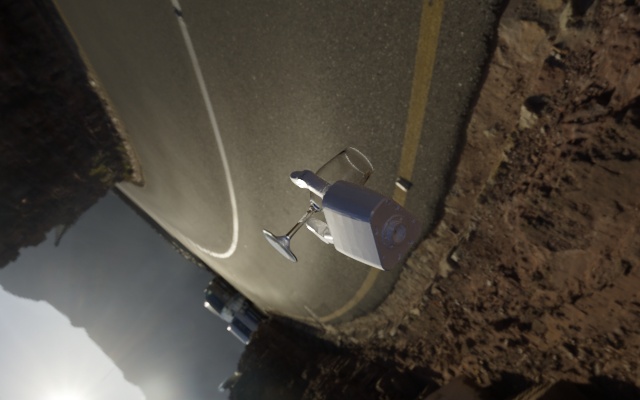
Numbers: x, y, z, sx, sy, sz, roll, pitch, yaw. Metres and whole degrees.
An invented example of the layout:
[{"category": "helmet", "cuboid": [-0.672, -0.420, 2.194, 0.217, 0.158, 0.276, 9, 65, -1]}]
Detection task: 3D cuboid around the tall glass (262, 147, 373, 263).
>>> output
[{"category": "tall glass", "cuboid": [0.000, 0.003, 0.778, 0.079, 0.201, 0.079, 38, -17, 14]}]
